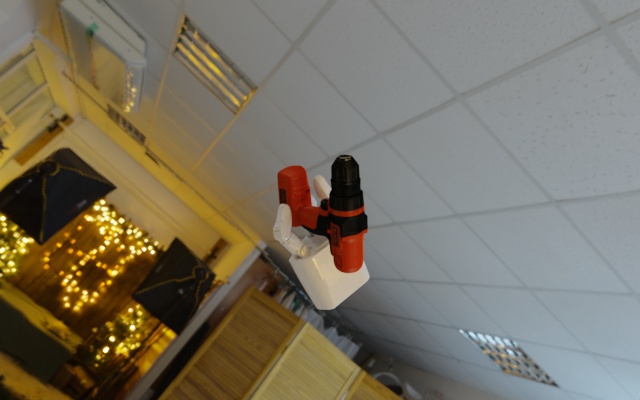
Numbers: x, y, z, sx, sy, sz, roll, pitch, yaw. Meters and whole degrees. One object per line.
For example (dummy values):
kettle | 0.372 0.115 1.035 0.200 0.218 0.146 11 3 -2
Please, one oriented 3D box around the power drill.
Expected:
power drill | 0.000 0.003 0.751 0.057 0.184 0.187 -15 25 -29
